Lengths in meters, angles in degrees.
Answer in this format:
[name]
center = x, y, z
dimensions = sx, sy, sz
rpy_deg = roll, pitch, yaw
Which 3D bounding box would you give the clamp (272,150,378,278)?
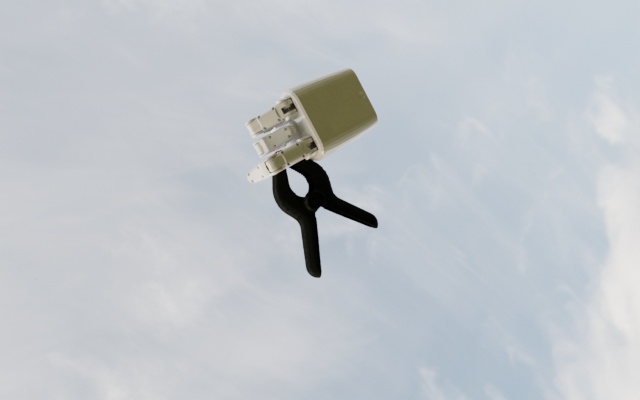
[clamp]
center = 0.000, 0.002, 0.634
dimensions = 0.120, 0.171, 0.039
rpy_deg = -30, 8, -26
